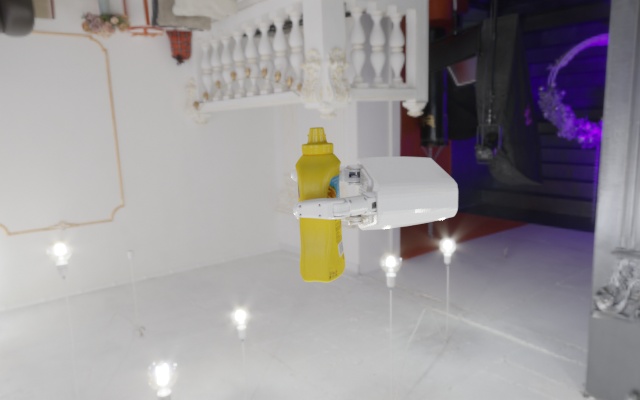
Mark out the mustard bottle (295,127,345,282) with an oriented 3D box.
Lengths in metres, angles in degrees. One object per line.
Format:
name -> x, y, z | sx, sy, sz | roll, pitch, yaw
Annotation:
mustard bottle -> 0.000, 0.002, 0.619 | 0.058, 0.191, 0.096 | 0, 10, 13
